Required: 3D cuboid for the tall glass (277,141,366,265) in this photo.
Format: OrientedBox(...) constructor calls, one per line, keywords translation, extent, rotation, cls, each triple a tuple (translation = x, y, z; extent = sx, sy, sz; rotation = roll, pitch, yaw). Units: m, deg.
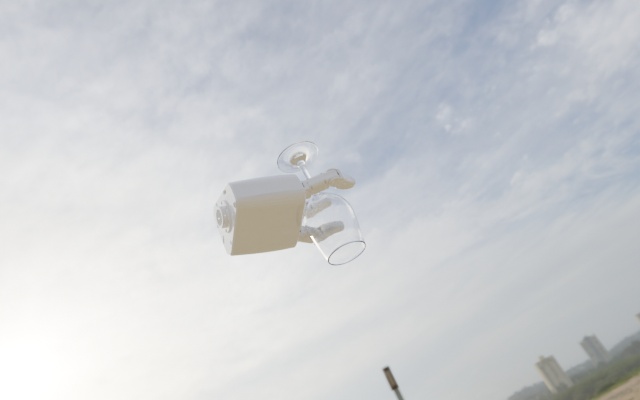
OrientedBox(translation=(0.000, 0.002, 0.750), extent=(0.079, 0.201, 0.079), rotation=(-20, -32, -13), cls="tall glass")
